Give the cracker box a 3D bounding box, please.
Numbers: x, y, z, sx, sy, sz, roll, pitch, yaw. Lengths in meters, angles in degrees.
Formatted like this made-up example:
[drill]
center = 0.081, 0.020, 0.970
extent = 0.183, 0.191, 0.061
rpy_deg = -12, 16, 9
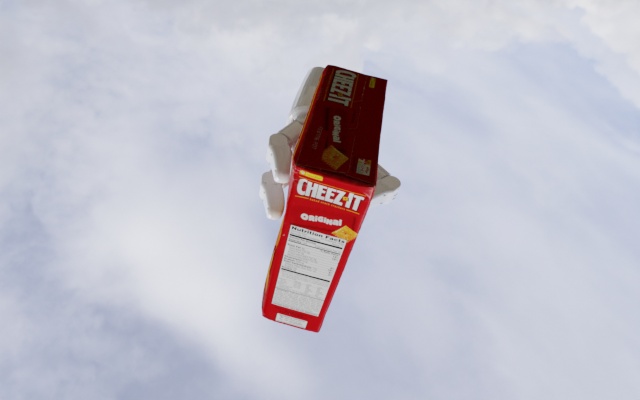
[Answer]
[cracker box]
center = 0.000, 0.002, 0.476
extent = 0.072, 0.214, 0.164
rpy_deg = 14, 43, -2
